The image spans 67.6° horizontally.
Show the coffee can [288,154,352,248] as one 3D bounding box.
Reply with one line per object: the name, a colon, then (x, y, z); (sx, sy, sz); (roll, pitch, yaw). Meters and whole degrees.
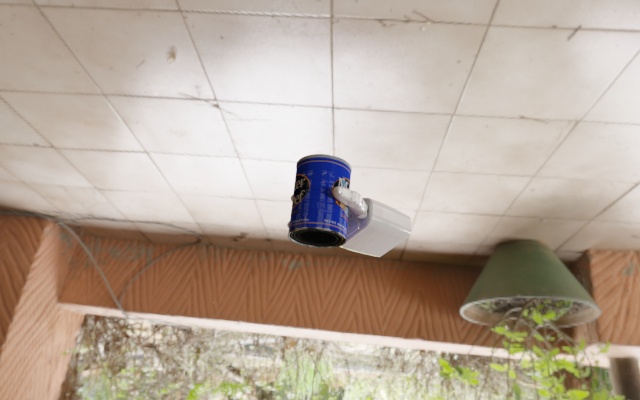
coffee can: (0.000, 0.003, 0.849); (0.103, 0.140, 0.103); (5, -23, 2)
